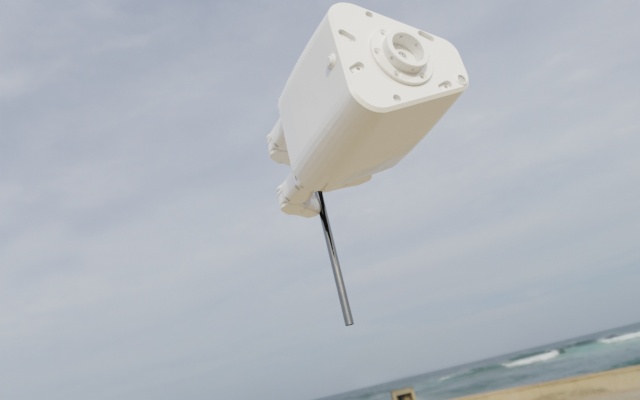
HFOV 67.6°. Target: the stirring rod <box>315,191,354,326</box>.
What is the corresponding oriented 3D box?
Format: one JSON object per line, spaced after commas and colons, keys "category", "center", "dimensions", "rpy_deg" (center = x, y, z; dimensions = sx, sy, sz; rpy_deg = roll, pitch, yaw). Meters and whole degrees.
{"category": "stirring rod", "center": [0.000, 0.002, 0.467], "dimensions": [0.011, 0.239, 0.011], "rpy_deg": [-11, -22, -5]}
